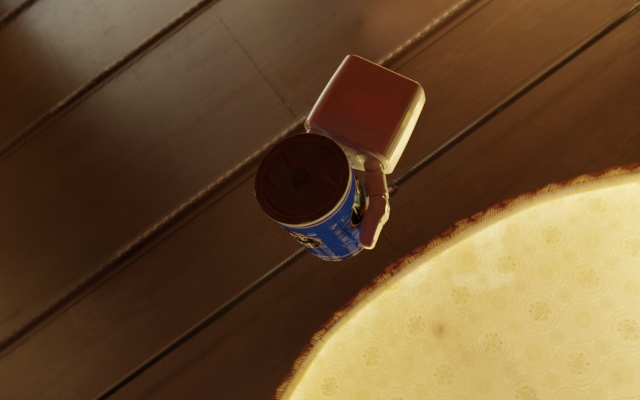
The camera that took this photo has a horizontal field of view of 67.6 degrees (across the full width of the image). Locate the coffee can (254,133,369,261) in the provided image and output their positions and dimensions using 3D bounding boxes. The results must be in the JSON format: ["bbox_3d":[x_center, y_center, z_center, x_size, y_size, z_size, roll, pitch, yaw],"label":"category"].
[{"bbox_3d":[0.000,0.002,0.544,0.103,0.102,0.140,0,-22,18],"label":"coffee can"}]
